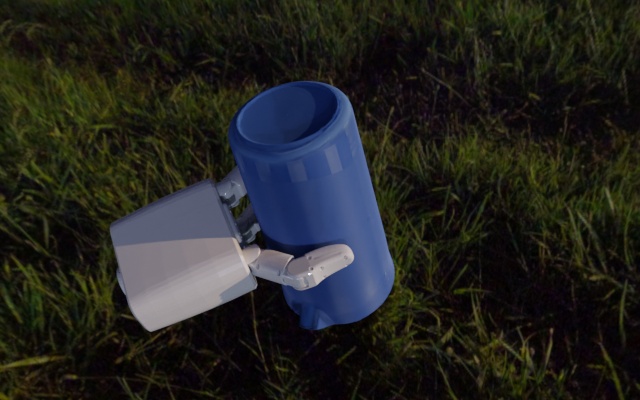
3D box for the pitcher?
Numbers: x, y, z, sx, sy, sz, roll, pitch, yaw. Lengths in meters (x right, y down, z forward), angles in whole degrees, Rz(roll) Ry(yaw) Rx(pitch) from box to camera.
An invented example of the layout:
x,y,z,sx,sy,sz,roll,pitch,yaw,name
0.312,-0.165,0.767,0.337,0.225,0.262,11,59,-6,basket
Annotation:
x,y,z,sx,sy,sz,roll,pitch,yaw,name
0.000,0.002,0.486,0.145,0.243,0.149,-23,45,-7,pitcher
